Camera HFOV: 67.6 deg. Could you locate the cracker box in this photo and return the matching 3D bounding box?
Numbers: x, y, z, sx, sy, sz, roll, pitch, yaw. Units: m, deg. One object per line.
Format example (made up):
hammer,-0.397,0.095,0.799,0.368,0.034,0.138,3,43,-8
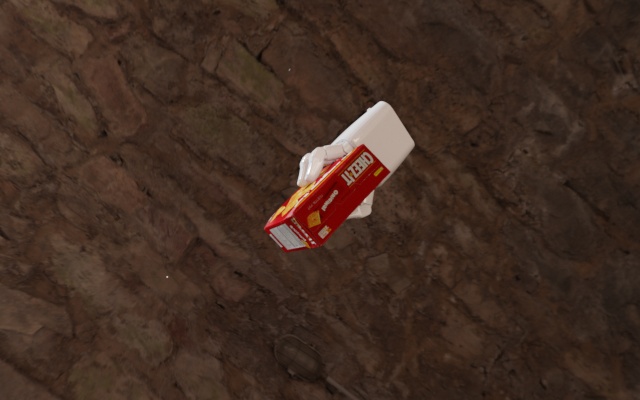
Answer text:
cracker box,0.000,0.003,0.797,0.164,0.072,0.214,-46,6,-19
